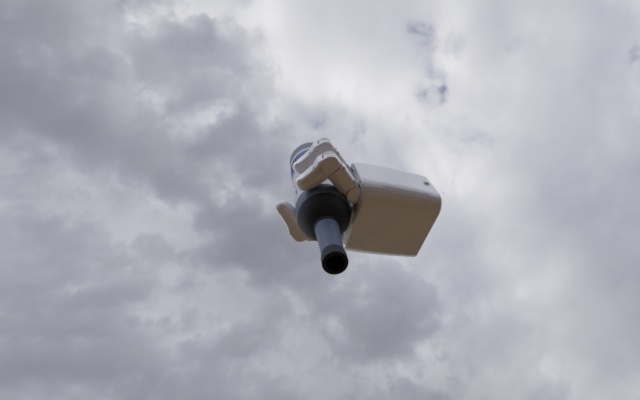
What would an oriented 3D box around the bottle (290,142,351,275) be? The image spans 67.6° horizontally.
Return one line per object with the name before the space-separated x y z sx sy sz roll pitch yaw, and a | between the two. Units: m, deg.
bottle | 0.000 0.002 0.610 0.069 0.069 0.295 0 25 -6
